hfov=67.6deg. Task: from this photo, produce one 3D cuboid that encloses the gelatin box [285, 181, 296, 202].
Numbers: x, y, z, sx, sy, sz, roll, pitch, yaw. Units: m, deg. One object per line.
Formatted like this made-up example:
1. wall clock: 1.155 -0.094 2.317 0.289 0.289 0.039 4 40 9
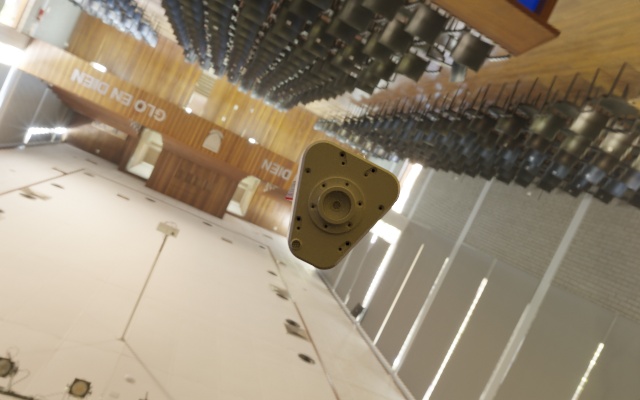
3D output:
1. gelatin box: 0.000 0.002 0.605 0.073 0.030 0.089 27 -6 -13
